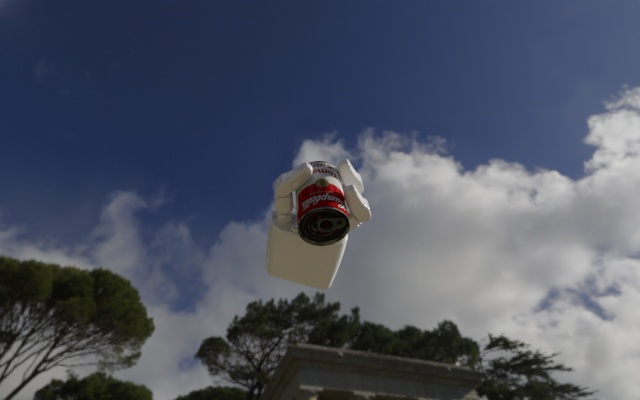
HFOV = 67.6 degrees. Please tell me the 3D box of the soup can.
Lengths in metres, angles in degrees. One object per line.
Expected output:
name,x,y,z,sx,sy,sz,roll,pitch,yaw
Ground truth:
soup can,0.000,0.002,0.648,0.068,0.069,0.102,0,41,-7
